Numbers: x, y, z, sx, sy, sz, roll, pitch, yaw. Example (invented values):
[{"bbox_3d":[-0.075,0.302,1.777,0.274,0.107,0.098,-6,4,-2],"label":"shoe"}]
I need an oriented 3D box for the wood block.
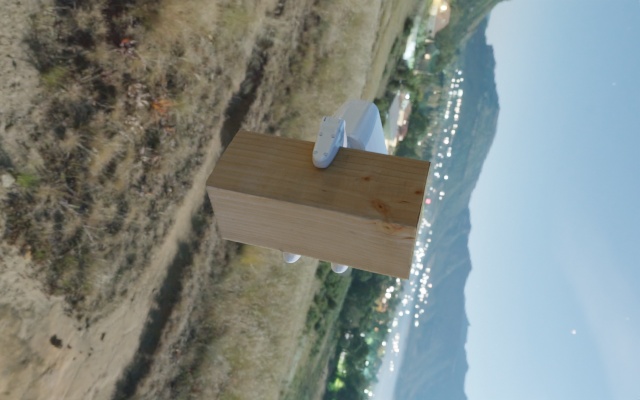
[{"bbox_3d":[0.000,0.001,0.497,0.206,0.090,0.091,11,-41,13],"label":"wood block"}]
